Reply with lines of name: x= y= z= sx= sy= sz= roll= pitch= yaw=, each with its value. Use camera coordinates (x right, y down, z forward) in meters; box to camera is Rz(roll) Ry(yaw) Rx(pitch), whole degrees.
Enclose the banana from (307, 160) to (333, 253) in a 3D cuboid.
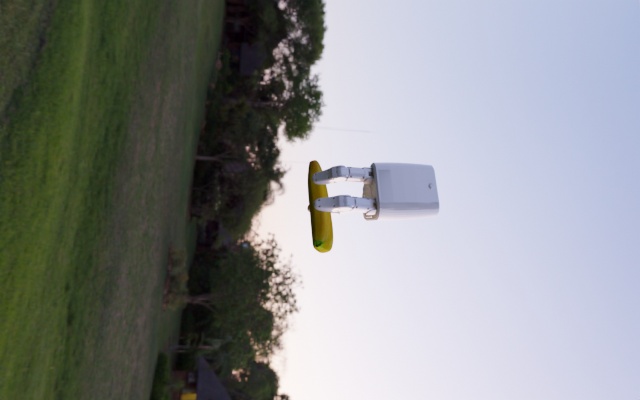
banana: x=0.000 y=0.018 z=0.800 sx=0.037 sy=0.197 sz=0.070 roll=-3 pitch=-44 yaw=-4
